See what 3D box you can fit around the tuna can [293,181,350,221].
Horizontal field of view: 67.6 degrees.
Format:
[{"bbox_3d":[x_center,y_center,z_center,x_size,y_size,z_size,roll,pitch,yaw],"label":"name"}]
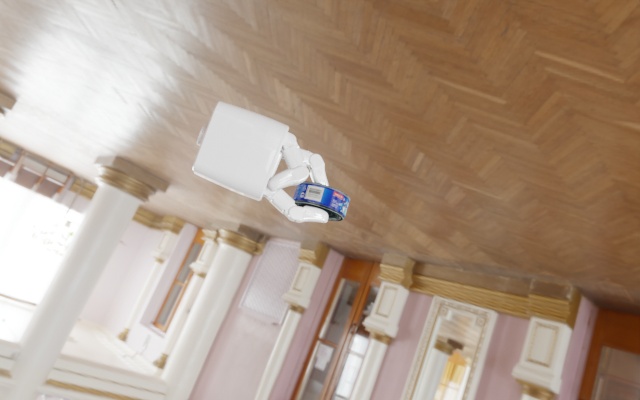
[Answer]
[{"bbox_3d":[0.000,0.003,0.730,0.086,0.033,0.086,16,-14,4],"label":"tuna can"}]
